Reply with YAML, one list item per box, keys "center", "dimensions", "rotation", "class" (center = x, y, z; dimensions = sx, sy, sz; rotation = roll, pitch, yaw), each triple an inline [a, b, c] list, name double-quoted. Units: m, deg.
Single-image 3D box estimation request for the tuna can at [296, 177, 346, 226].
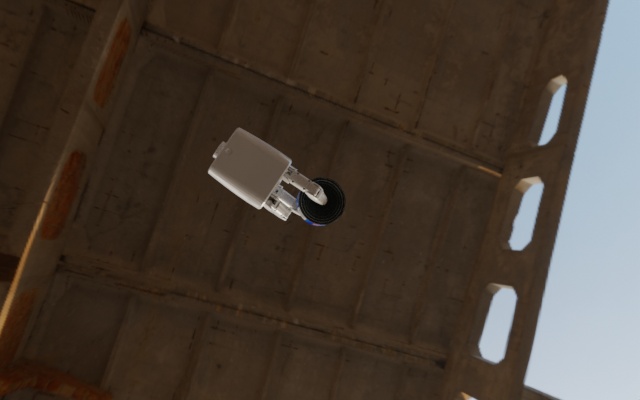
- center: [0.000, 0.003, 0.860]
  dimensions: [0.086, 0.086, 0.034]
  rotation: [0, -7, -11]
  class: "tuna can"
